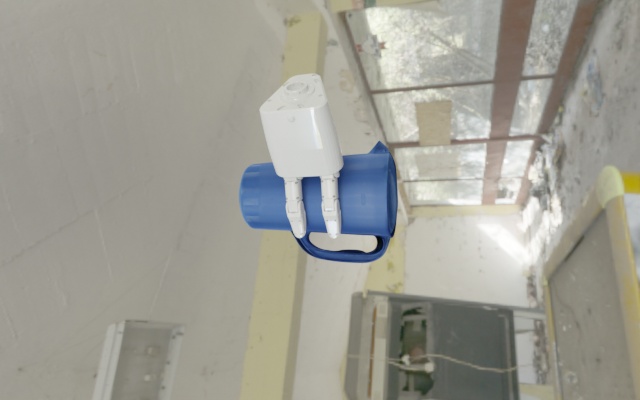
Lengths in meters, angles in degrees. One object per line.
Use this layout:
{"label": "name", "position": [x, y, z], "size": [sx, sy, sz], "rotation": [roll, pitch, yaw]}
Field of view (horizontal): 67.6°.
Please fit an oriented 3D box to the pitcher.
{"label": "pitcher", "position": [0.000, 0.002, 0.758], "size": [0.243, 0.145, 0.149], "rotation": [-1, 41, 16]}
